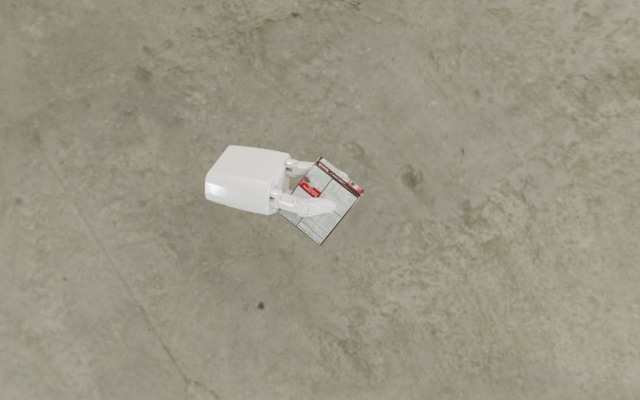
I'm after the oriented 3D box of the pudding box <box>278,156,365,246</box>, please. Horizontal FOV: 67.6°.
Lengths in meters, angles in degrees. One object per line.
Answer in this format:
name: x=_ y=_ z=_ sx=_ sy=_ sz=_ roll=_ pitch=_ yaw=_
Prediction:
pudding box: x=0.000 y=0.002 z=0.752 sx=0.090 sy=0.113 sz=0.039 roll=38 pitch=27 yaw=1
